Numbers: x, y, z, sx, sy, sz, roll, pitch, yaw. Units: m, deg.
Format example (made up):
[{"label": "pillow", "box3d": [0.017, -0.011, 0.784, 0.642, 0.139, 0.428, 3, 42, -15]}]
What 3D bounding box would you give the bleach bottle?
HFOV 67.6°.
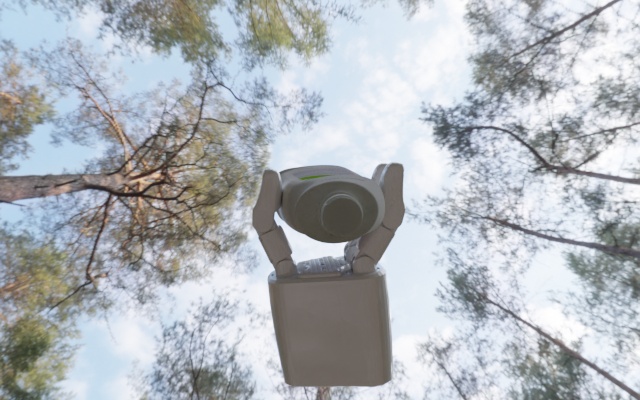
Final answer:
[{"label": "bleach bottle", "box3d": [0.000, 0.001, 0.464, 0.102, 0.068, 0.251, -7, 6, -3]}]
